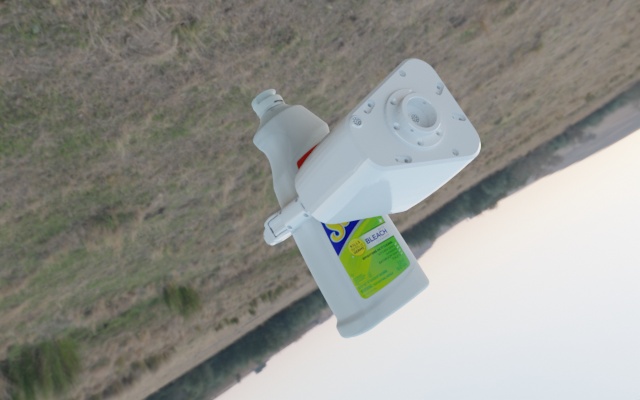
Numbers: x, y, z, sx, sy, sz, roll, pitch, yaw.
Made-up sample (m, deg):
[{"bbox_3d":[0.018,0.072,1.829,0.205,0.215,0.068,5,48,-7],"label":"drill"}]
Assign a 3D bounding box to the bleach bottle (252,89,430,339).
[{"bbox_3d":[0.000,0.002,0.477,0.102,0.251,0.068,-28,-8,-28],"label":"bleach bottle"}]
